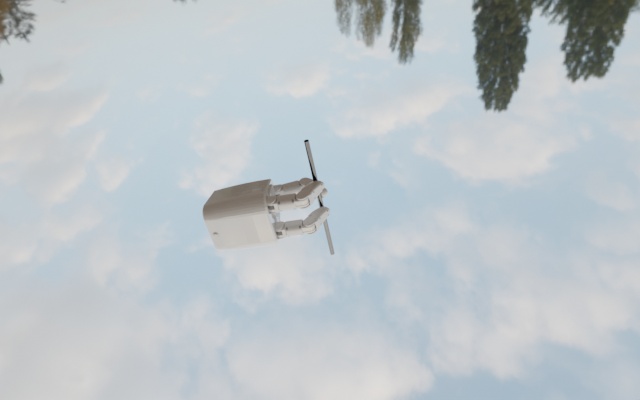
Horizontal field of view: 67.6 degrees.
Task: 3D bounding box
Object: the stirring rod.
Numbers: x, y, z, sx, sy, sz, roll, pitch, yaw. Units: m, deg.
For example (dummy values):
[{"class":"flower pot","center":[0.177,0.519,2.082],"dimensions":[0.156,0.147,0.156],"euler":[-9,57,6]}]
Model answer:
[{"class":"stirring rod","center":[0.000,0.003,0.808],"dimensions":[0.011,0.240,0.011],"euler":[-8,36,6]}]
